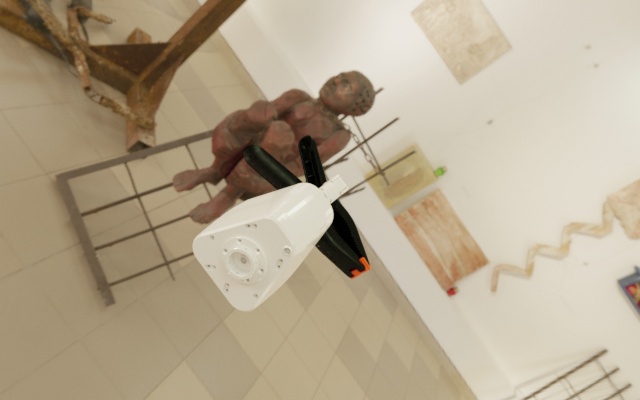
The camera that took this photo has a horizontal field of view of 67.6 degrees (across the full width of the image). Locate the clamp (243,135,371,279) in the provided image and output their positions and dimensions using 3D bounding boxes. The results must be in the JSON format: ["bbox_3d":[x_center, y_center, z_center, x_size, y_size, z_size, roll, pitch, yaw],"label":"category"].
[{"bbox_3d":[0.001,0.002,0.622,0.036,0.210,0.164,-34,4,27],"label":"clamp"}]
